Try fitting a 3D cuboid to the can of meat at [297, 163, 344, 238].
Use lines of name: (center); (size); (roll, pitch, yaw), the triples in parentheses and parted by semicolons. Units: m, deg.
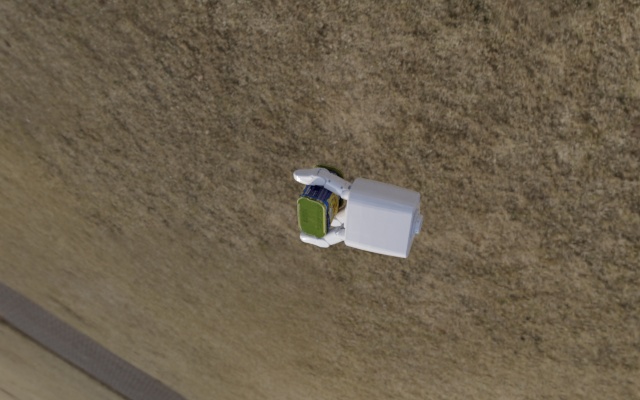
can of meat: (0.000, 0.003, 0.821); (0.057, 0.084, 0.102); (15, -41, 15)
